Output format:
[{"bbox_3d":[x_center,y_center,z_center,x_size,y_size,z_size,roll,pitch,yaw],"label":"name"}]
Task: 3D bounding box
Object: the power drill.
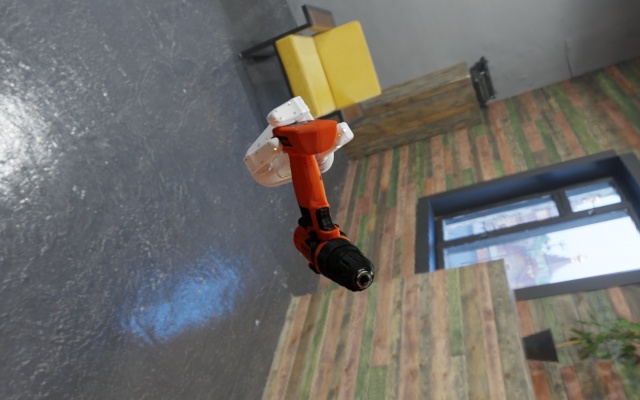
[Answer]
[{"bbox_3d":[0.000,0.001,0.563,0.057,0.188,0.184,-15,16,-20],"label":"power drill"}]
